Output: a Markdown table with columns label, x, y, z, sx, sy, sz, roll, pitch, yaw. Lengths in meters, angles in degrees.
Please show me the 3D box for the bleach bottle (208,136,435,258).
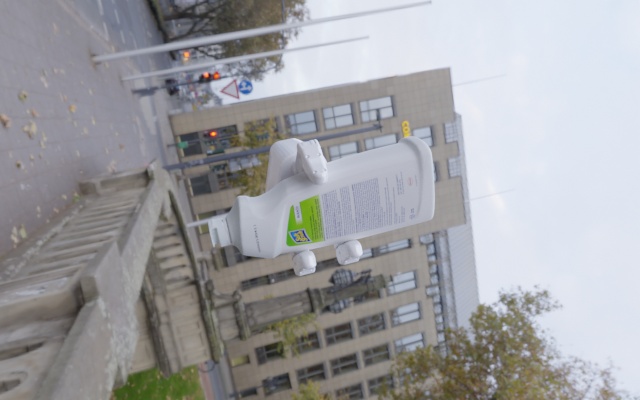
| label | x | y | z | sx | sy | sz | roll | pitch | yaw |
| --- | --- | --- | --- | --- | --- | --- | --- | --- | --- |
| bleach bottle | 0.000 | 0.002 | 0.536 | 0.251 | 0.103 | 0.068 | -13 | 22 | -11 |
